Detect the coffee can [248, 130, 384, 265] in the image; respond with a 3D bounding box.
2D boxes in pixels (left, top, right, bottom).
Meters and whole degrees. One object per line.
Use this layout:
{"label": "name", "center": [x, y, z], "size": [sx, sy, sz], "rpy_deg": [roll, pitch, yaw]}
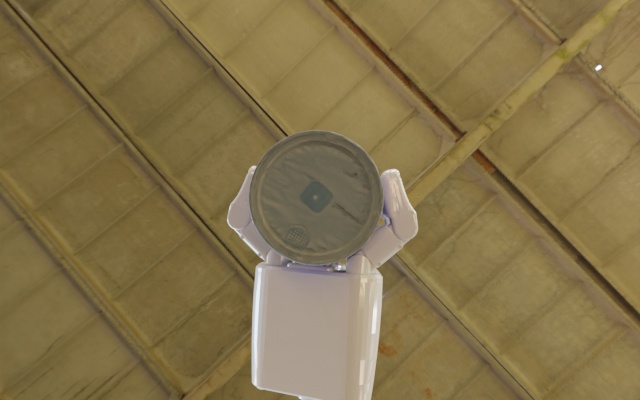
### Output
{"label": "coffee can", "center": [0.000, 0.001, 0.428], "size": [0.103, 0.103, 0.140], "rpy_deg": [0, -3, 3]}
